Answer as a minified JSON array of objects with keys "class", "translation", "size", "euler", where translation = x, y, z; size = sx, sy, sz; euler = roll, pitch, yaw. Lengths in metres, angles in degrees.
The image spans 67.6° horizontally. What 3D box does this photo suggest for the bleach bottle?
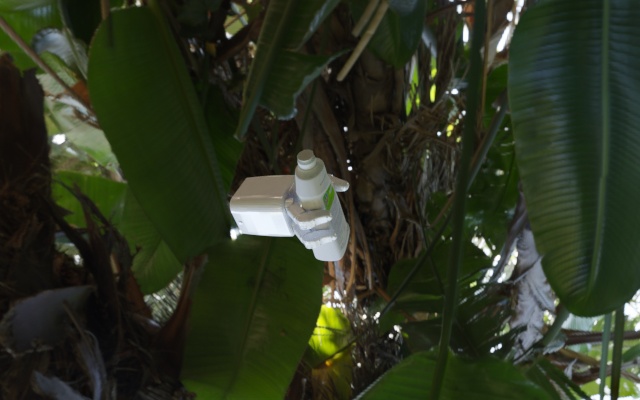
[{"class":"bleach bottle","translation":[0.000,0.003,0.890],"size":[0.068,0.102,0.251],"euler":[1,-42,15]}]
